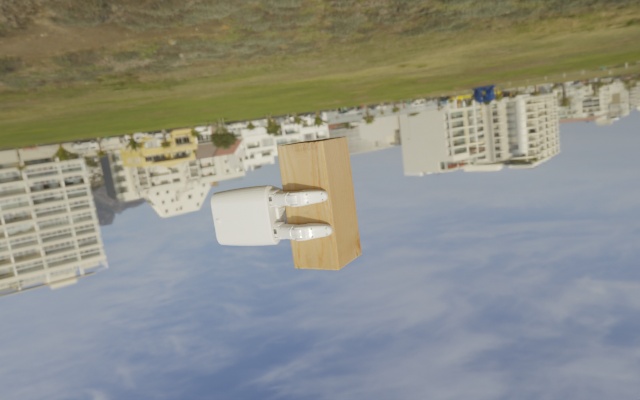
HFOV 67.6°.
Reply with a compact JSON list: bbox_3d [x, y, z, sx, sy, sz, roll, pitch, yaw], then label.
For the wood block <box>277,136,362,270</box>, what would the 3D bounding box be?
[{"bbox_3d":[0.000,0.003,0.800,0.090,0.206,0.091,-2,11,30],"label":"wood block"}]
